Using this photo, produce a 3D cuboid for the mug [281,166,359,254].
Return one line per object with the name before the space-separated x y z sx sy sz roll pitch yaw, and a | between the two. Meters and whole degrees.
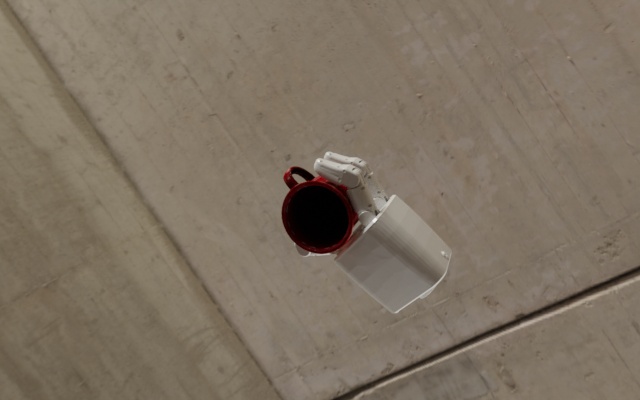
mug | -0.001 0.001 0.611 0.093 0.117 0.081 -48 -4 26
